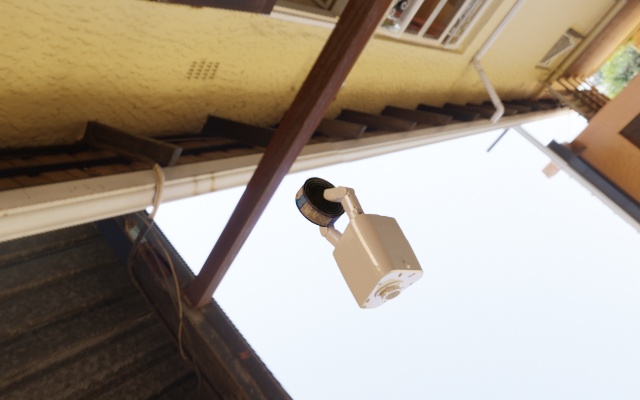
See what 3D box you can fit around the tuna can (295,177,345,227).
[{"bbox_3d":[0.000,0.003,0.805,0.086,0.086,0.034,0,-38,-42],"label":"tuna can"}]
